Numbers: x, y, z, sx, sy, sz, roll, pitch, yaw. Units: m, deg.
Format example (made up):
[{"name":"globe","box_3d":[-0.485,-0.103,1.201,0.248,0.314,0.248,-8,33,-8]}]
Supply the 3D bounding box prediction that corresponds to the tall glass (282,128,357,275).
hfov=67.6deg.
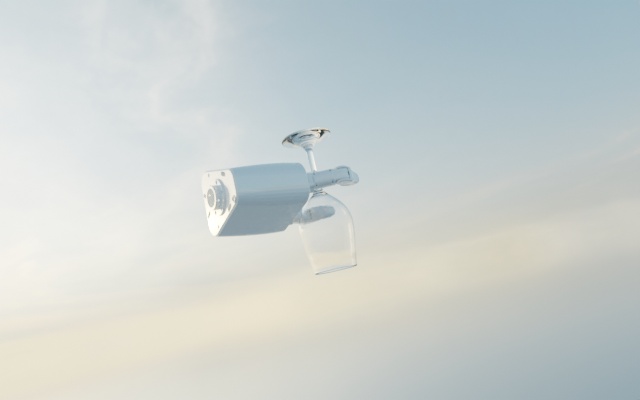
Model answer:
[{"name":"tall glass","box_3d":[0.000,0.002,0.687,0.079,0.201,0.079,-13,-11,-3]}]
